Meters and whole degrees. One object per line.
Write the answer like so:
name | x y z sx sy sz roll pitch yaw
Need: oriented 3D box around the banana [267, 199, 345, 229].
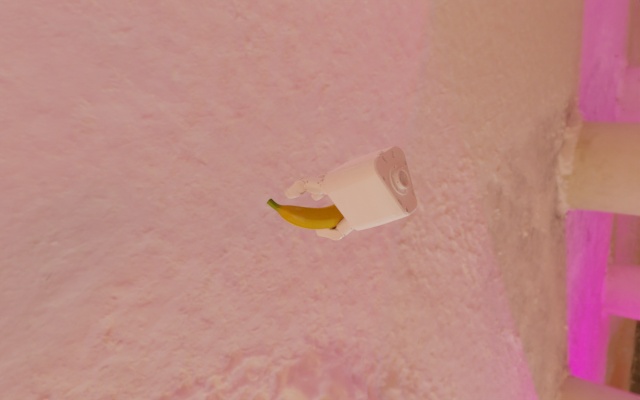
banana | 0.005 0.018 0.831 0.198 0.069 0.037 -1 -33 -41
